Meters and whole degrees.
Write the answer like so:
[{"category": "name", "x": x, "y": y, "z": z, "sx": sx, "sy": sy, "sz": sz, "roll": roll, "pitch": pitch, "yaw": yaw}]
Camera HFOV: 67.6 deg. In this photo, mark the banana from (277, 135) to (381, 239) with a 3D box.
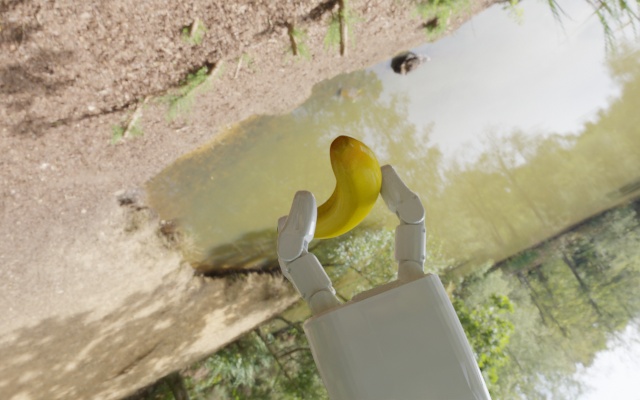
[{"category": "banana", "x": 0.016, "y": -0.001, "z": 0.418, "sx": 0.069, "sy": 0.037, "sz": 0.198, "roll": -11, "pitch": -20, "yaw": -22}]
